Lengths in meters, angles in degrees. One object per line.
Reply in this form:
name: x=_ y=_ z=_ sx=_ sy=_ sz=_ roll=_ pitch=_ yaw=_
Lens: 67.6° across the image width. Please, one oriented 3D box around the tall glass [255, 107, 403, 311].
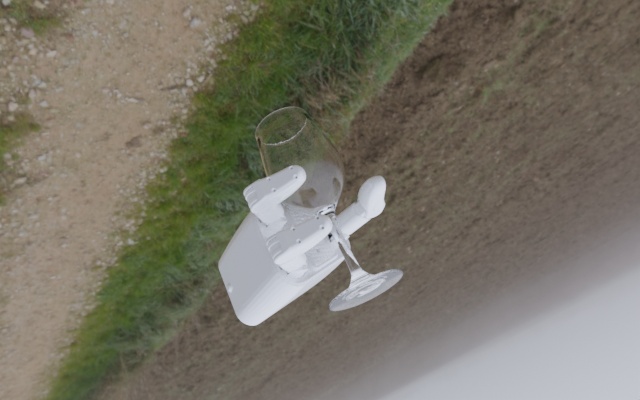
tall glass: x=0.000 y=0.002 z=0.470 sx=0.079 sy=0.201 sz=0.079 roll=-22 pitch=-25 yaw=-11
